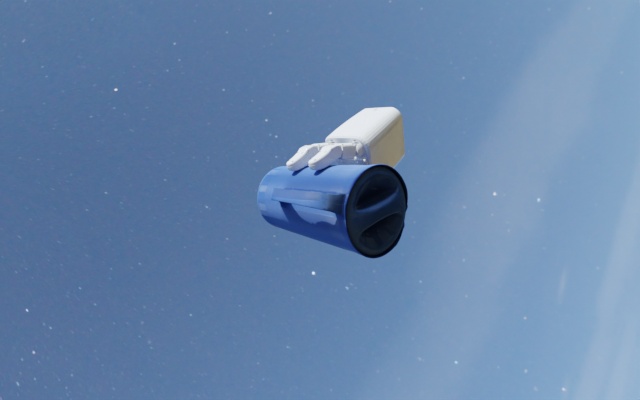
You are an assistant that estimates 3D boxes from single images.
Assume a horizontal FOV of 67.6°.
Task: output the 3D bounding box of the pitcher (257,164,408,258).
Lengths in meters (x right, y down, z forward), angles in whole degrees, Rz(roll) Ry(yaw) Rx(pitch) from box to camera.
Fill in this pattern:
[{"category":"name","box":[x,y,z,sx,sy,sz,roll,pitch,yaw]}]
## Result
[{"category":"pitcher","box":[0.000,0.002,0.748,0.243,0.149,0.145,8,45,48]}]
